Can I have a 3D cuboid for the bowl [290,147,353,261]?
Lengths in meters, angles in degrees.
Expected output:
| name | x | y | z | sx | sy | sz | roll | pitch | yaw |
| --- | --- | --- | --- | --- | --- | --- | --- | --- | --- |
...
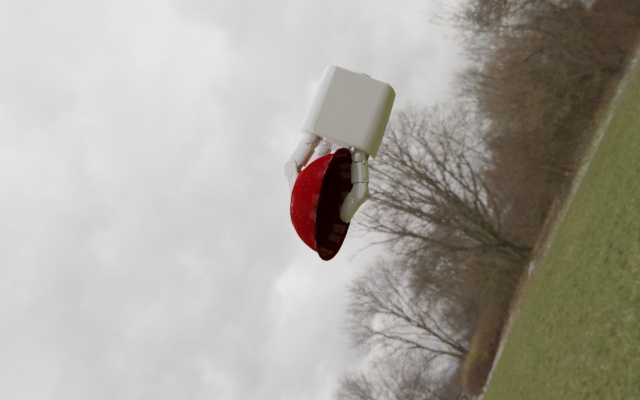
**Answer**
| name | x | y | z | sx | sy | sz | roll | pitch | yaw |
| --- | --- | --- | --- | --- | --- | --- | --- | --- | --- |
| bowl | -0.001 | 0.003 | 0.679 | 0.055 | 0.162 | 0.162 | 9 | 3 | 20 |
